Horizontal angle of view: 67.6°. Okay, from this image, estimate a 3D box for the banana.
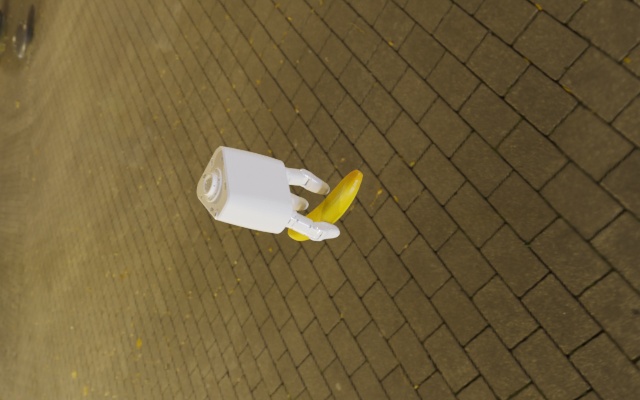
[{"bbox_3d":[-0.002,0.020,0.780,0.037,0.069,0.198,20,-37,-32],"label":"banana"}]
